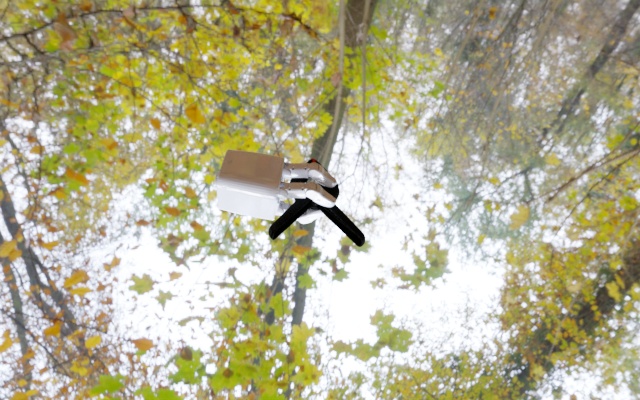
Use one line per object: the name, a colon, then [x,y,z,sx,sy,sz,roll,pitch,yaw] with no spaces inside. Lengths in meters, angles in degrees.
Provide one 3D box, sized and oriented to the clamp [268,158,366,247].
clamp: [0.000,0.003,0.864,0.164,0.036,0.209,11,42,-5]
